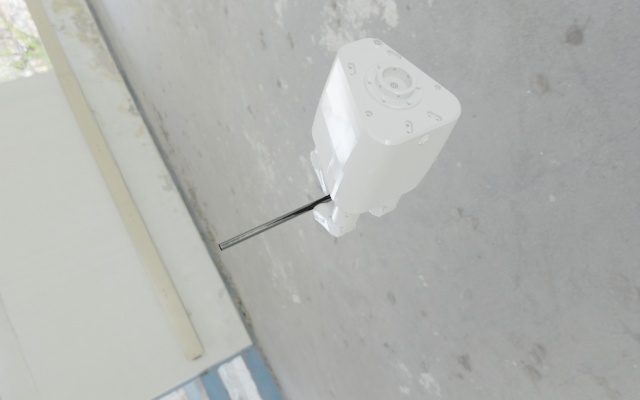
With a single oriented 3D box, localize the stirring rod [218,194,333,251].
[{"bbox_3d":[0.000,0.002,0.525,0.239,0.011,0.011,-24,10,-24],"label":"stirring rod"}]
